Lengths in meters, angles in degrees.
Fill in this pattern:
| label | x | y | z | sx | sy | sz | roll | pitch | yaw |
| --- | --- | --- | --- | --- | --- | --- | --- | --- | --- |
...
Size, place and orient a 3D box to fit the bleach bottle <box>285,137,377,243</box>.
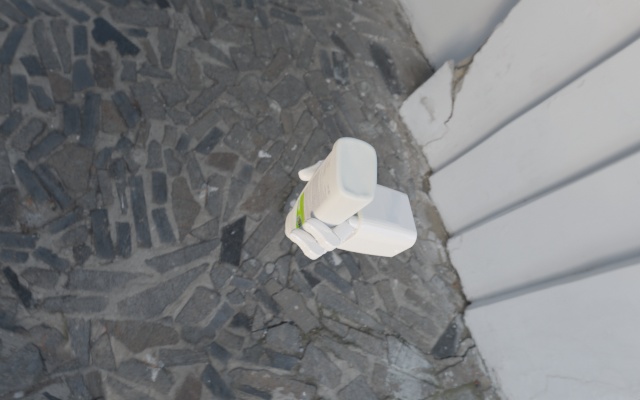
| label | x | y | z | sx | sy | sz | roll | pitch | yaw |
| --- | --- | --- | --- | --- | --- | --- | --- | --- | --- |
| bleach bottle | 0.000 | 0.003 | 0.765 | 0.068 | 0.102 | 0.251 | 13 | -27 | -21 |
